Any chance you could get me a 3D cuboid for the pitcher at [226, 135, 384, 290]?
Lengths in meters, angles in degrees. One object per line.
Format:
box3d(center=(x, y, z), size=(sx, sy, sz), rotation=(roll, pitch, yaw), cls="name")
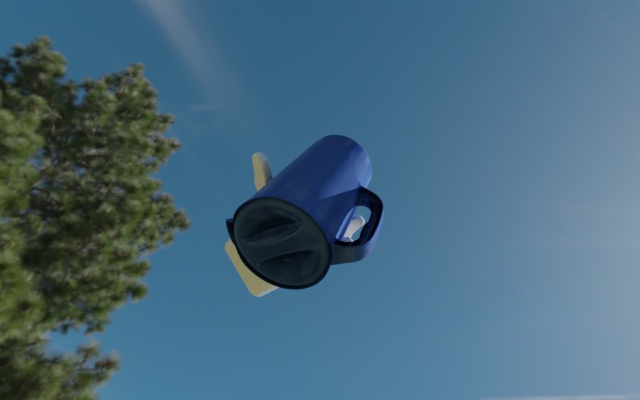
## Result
box3d(center=(0.000, 0.002, 0.661), size=(0.145, 0.149, 0.242), rotation=(-39, 9, 36), cls="pitcher")
